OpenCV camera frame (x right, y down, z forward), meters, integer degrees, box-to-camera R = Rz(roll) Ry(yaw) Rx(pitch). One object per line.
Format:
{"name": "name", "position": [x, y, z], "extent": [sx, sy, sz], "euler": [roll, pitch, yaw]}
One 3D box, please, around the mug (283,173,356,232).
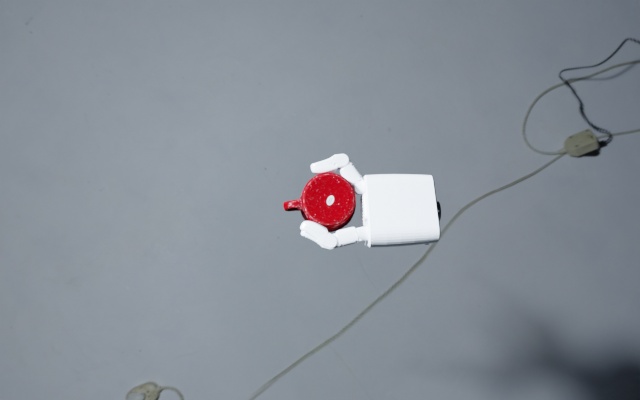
{"name": "mug", "position": [-0.001, 0.002, 0.747], "extent": [0.117, 0.093, 0.081], "euler": [-3, -6, -1]}
